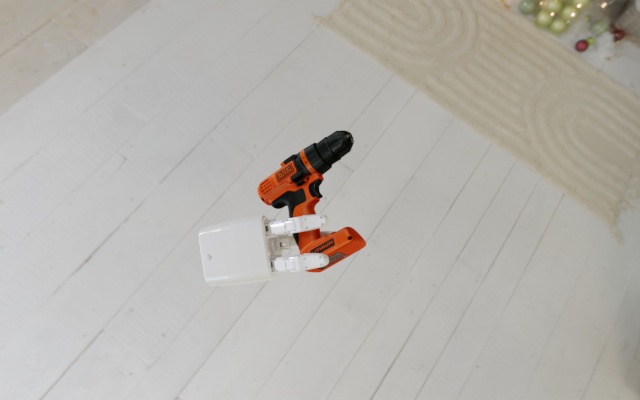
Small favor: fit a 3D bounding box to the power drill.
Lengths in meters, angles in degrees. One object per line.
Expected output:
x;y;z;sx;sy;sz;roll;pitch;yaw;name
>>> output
0.000;0.003;0.742;0.184;0.187;0.057;-34;-29;21;power drill
